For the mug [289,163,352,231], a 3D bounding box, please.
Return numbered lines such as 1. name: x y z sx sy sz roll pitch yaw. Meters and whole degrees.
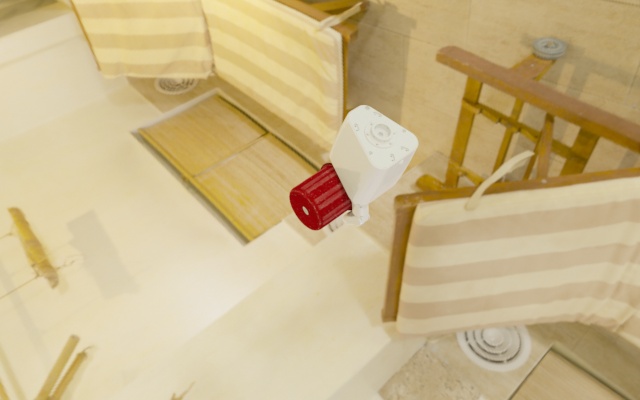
1. mug: 0.000 0.003 0.804 0.081 0.093 0.117 -34 -17 -27
